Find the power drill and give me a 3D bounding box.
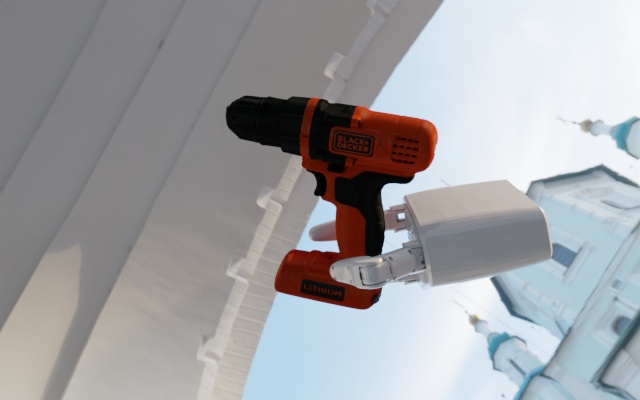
[{"bbox_3d":[0.000,0.002,0.438,0.184,0.188,0.057,11,27,11],"label":"power drill"}]
